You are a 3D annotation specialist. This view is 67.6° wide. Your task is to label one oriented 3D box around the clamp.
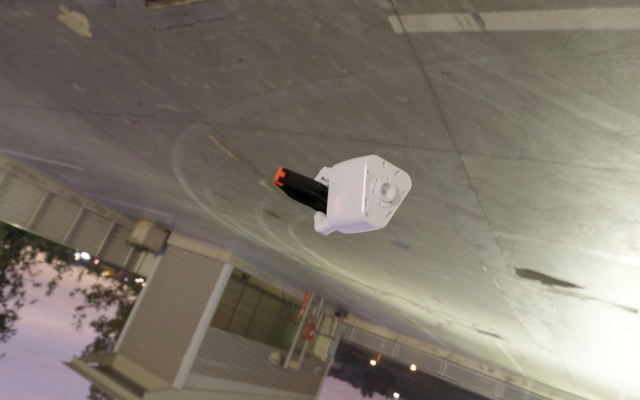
[{"bbox_3d":[0.000,0.003,0.880,0.210,0.036,0.164,28,-19,-22],"label":"clamp"}]
